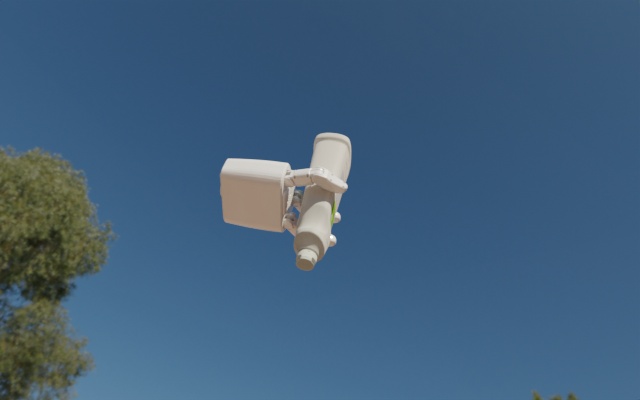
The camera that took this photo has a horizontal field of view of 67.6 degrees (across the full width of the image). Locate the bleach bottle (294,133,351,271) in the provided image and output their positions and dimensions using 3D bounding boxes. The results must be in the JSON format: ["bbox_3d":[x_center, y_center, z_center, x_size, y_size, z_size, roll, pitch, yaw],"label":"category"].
[{"bbox_3d":[0.000,0.003,0.792,0.068,0.103,0.250,6,46,10],"label":"bleach bottle"}]
